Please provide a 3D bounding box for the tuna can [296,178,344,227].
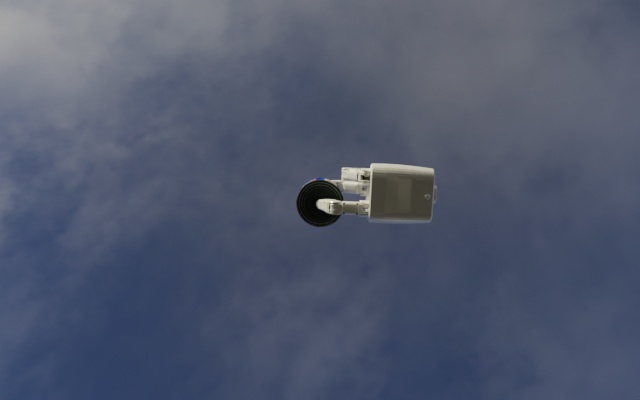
[{"bbox_3d":[0.000,0.003,0.863,0.086,0.086,0.033,0,10,2],"label":"tuna can"}]
